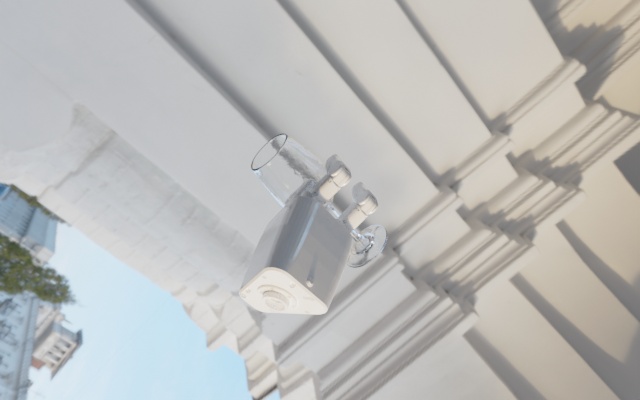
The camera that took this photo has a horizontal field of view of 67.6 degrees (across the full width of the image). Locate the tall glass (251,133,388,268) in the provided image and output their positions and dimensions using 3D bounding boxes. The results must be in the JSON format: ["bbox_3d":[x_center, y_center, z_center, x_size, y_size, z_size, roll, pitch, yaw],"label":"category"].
[{"bbox_3d":[0.001,0.002,0.631,0.201,0.079,0.079,45,-23,-25],"label":"tall glass"}]
